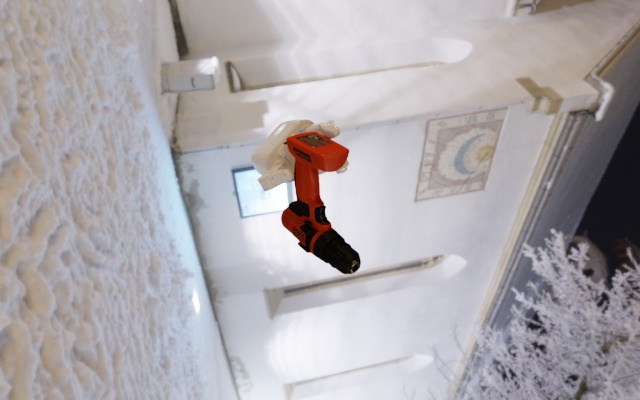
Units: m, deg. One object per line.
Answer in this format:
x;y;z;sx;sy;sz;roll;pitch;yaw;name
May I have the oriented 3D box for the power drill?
0.000;0.002;0.729;0.057;0.188;0.184;-17;34;-34;power drill
